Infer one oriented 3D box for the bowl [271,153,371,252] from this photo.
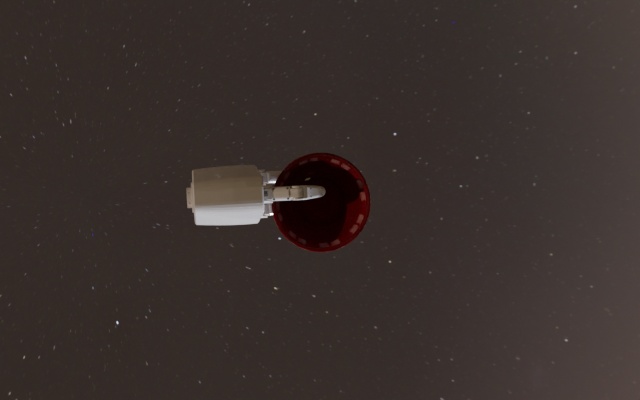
[{"bbox_3d":[0.001,0.003,0.797,0.162,0.162,0.055,0,2,-2],"label":"bowl"}]
